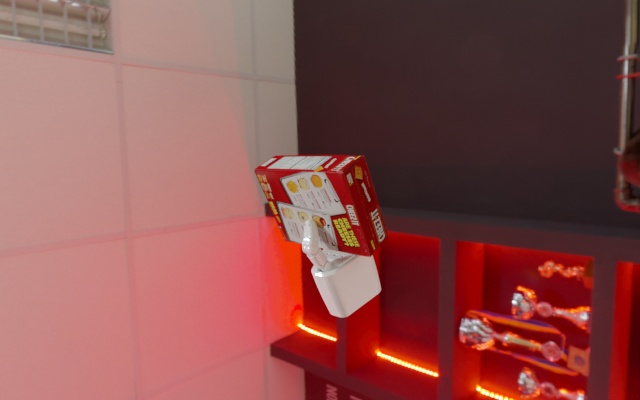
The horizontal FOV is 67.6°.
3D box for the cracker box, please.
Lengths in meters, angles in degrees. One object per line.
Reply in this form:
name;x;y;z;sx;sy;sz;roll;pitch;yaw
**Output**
cracker box;0.000;0.003;0.848;0.213;0.164;0.072;5;35;42
